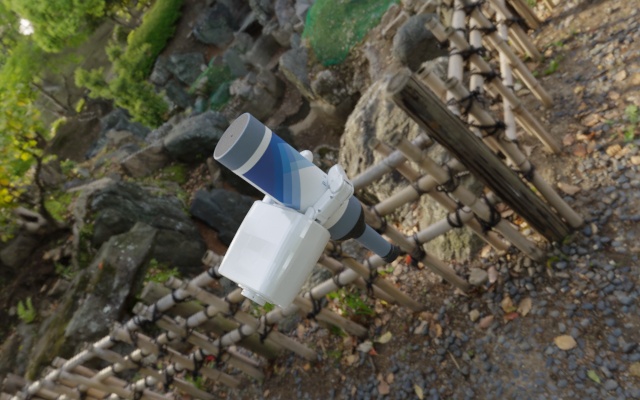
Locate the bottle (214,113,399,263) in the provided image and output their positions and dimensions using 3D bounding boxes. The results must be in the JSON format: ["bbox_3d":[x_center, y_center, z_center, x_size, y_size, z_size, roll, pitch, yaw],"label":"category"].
[{"bbox_3d":[0.000,0.002,0.625,0.296,0.069,0.069,37,-19,-28],"label":"bottle"}]
